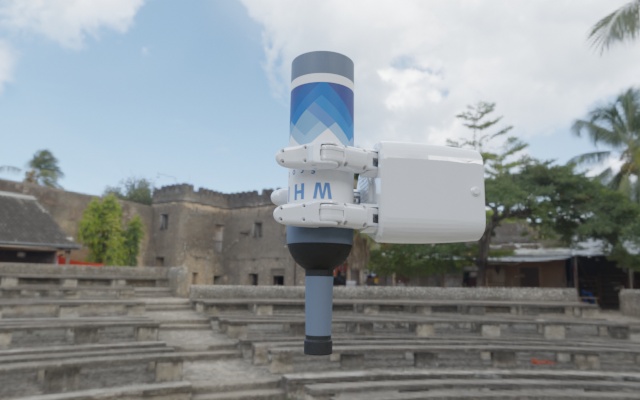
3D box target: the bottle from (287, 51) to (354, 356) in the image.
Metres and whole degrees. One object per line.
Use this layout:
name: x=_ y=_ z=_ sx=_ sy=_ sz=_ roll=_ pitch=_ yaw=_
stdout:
bottle: x=0.000 y=0.001 z=0.481 sx=0.069 sy=0.295 sz=0.069 roll=1 pitch=-10 yaw=0
